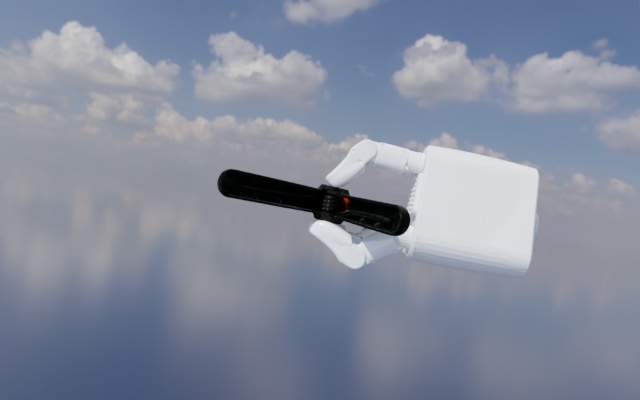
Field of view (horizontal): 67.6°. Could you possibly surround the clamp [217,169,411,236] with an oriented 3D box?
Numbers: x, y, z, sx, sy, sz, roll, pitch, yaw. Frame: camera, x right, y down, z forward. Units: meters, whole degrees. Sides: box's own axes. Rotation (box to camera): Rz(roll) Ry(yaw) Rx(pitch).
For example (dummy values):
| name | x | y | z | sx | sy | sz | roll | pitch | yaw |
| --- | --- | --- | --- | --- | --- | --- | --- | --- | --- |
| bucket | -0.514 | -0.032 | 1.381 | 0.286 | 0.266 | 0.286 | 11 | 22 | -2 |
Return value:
| name | x | y | z | sx | sy | sz | roll | pitch | yaw |
| --- | --- | --- | --- | --- | --- | --- | --- | --- | --- |
| clamp | 0.001 | 0.001 | 0.477 | 0.164 | 0.036 | 0.210 | 14 | 1 | 6 |
